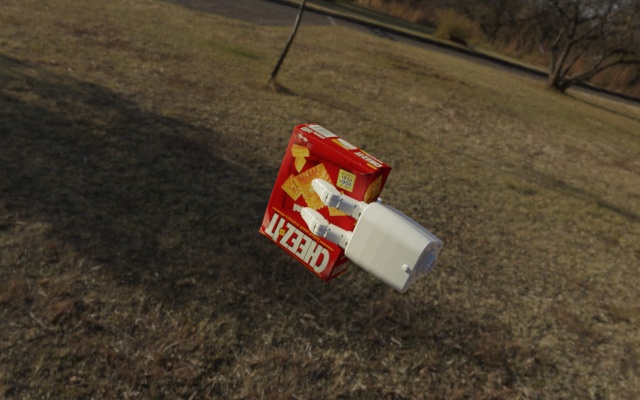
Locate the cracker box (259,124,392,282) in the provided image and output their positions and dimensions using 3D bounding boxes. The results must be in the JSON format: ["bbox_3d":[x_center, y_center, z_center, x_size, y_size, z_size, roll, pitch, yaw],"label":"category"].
[{"bbox_3d":[0.000,0.002,0.800,0.164,0.214,0.072,34,28,25],"label":"cracker box"}]
